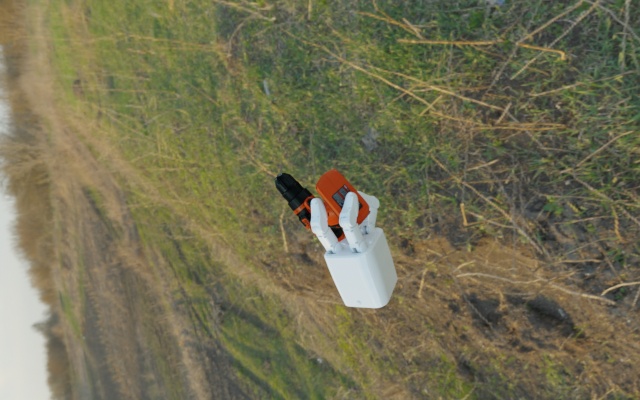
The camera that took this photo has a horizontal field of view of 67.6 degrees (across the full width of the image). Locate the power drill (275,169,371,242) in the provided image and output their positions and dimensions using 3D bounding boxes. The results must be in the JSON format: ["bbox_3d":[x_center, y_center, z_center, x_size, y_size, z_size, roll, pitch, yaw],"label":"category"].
[{"bbox_3d":[0.000,0.003,0.889,0.057,0.184,0.188,-45,5,-22],"label":"power drill"}]
